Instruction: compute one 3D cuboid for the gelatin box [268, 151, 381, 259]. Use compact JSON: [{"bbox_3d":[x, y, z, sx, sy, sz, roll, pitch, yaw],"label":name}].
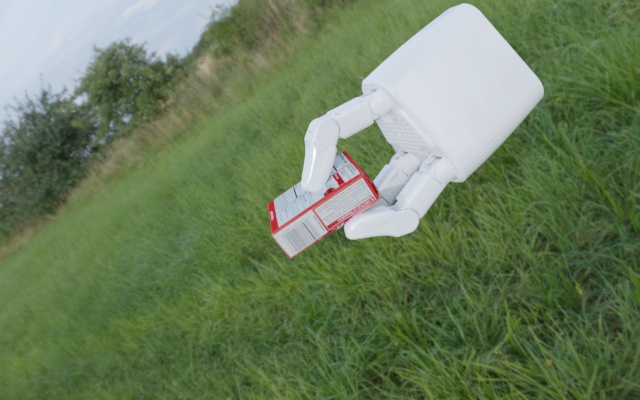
[{"bbox_3d":[0.000,0.001,0.402,0.089,0.030,0.073,-34,21,3],"label":"gelatin box"}]
